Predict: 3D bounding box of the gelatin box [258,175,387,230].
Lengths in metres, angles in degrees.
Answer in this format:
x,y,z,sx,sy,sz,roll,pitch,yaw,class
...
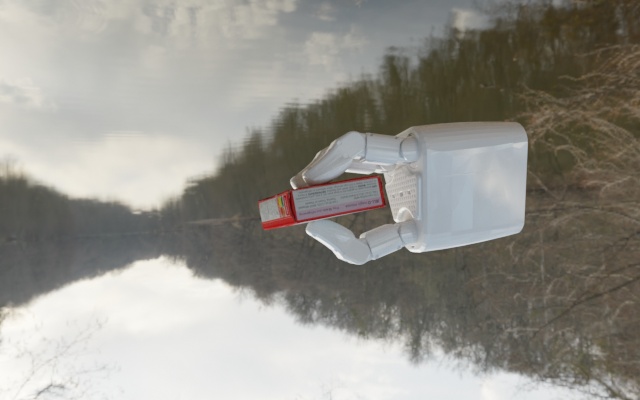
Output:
x,y,z,sx,sy,sz,roll,pitch,yaw,class
0.000,0.002,0.414,0.089,0.030,0.073,-11,-1,-27,gelatin box
